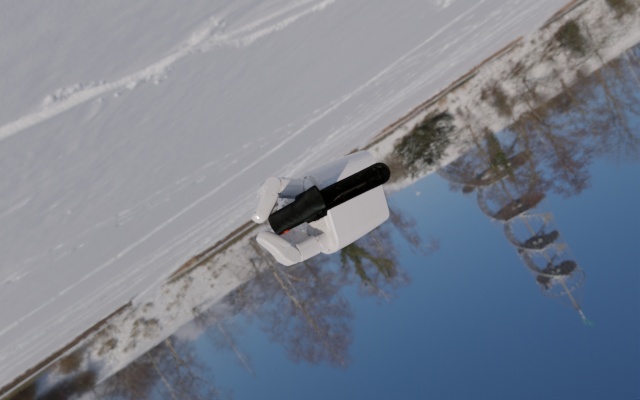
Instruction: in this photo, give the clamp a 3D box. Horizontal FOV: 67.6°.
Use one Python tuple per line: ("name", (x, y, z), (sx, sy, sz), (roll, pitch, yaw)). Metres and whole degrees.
("clamp", (0.000, 0.002, 0.553), (0.120, 0.039, 0.171), (-16, -6, -32))
